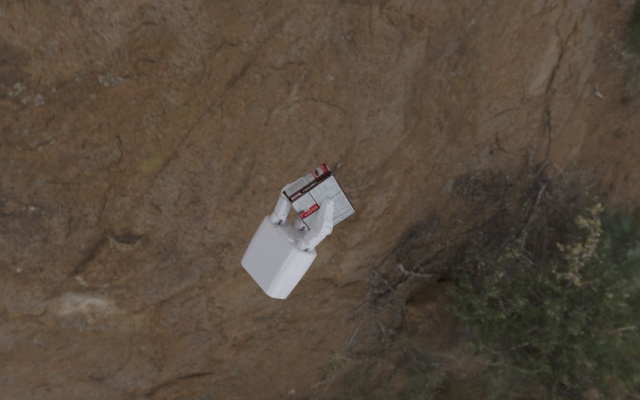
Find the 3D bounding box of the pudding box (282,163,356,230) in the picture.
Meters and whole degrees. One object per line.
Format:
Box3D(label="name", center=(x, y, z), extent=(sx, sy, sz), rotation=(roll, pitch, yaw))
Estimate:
Box3D(label="pudding box", center=(0.000, 0.003, 0.832), extent=(0.090, 0.114, 0.039), rotation=(-35, 45, -1))
